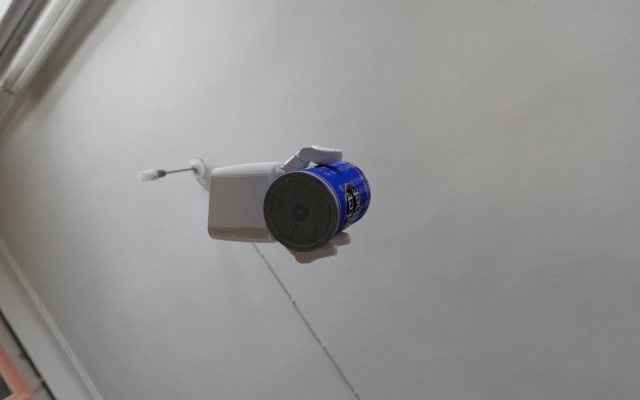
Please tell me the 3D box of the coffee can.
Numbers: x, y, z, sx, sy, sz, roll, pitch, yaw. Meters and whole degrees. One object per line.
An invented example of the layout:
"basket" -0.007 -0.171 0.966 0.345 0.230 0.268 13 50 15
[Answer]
"coffee can" 0.000 0.002 0.653 0.103 0.103 0.140 0 11 23
